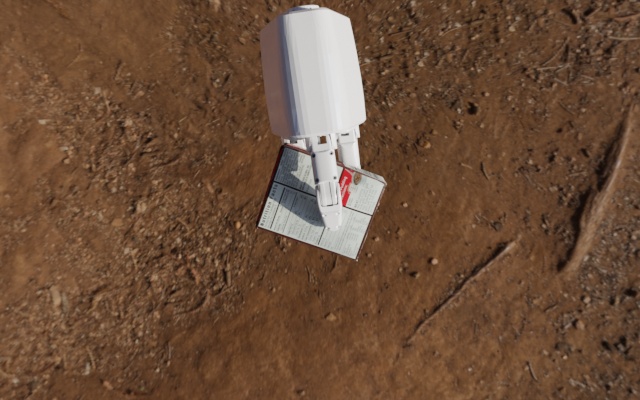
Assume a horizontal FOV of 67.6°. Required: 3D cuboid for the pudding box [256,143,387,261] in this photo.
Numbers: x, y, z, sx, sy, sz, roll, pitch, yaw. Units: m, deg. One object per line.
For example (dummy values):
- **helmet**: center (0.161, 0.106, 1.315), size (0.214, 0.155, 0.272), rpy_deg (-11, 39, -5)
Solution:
- **pudding box**: center (0.000, 0.002, 0.489), size (0.113, 0.090, 0.039), rpy_deg (20, 10, -4)
